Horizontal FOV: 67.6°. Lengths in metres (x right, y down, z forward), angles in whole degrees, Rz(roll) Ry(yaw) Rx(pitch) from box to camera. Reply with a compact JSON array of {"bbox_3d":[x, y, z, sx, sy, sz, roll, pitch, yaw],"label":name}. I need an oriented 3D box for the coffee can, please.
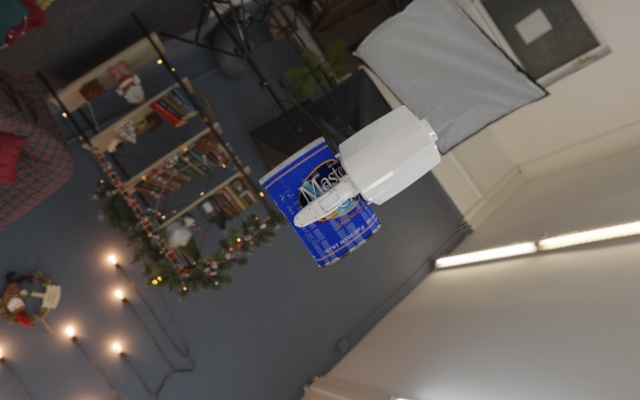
[{"bbox_3d":[0.000,0.002,0.634,0.103,0.140,0.103,-34,3,2],"label":"coffee can"}]
